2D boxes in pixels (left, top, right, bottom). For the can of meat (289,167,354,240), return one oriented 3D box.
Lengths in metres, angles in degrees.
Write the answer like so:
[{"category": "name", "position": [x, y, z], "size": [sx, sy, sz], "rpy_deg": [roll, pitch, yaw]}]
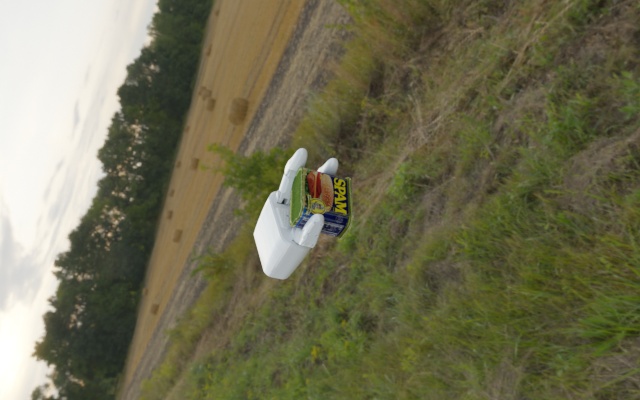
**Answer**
[{"category": "can of meat", "position": [0.000, 0.002, 0.740], "size": [0.084, 0.102, 0.057], "rpy_deg": [14, -40, -18]}]
